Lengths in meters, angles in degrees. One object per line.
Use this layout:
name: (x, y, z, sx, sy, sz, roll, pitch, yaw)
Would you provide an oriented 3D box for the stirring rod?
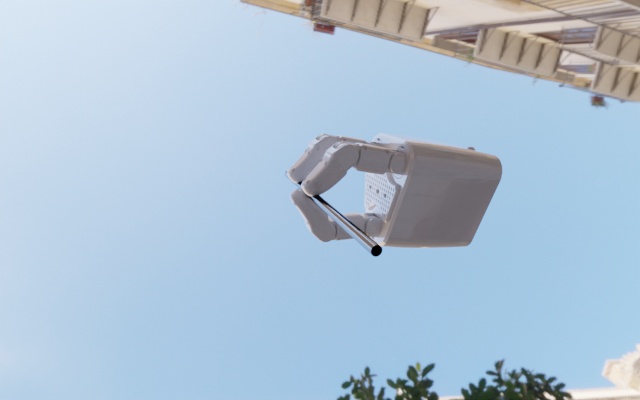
stirring rod: (0.000, 0.001, 0.414, 0.011, 0.011, 0.239, 0, 15, -18)
